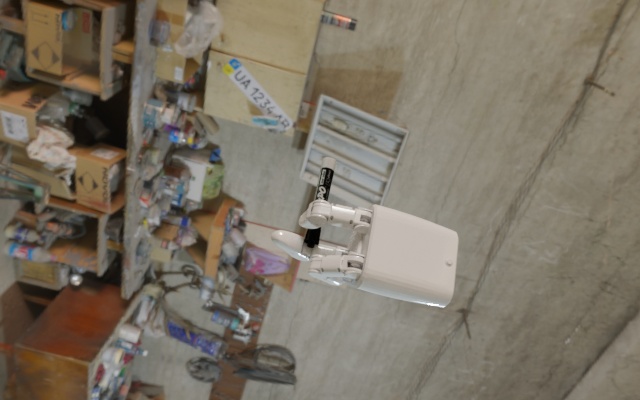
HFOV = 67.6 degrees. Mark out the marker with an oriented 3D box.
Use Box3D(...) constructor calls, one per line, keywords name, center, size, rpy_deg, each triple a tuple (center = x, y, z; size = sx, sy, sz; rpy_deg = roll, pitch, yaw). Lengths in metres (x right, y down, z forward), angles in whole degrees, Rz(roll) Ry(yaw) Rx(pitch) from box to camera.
Box3D(name="marker", center=(0.000, 0.002, 0.602), size=(0.020, 0.121, 0.020), rpy_deg=(11, -23, 5))
